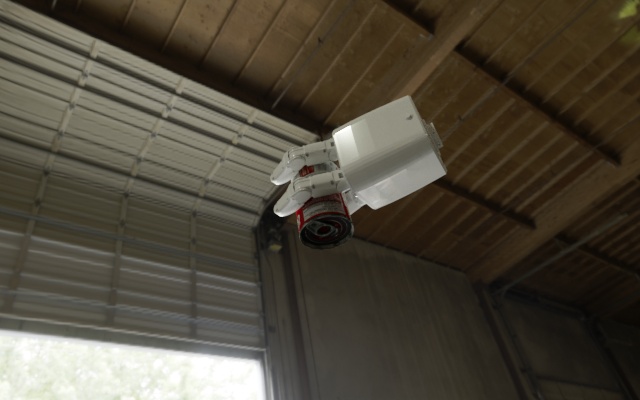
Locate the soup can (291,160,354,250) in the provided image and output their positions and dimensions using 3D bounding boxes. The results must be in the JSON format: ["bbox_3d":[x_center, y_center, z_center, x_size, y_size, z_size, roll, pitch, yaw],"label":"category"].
[{"bbox_3d":[0.000,0.002,0.611,0.068,0.102,0.069,-7,-40,-6],"label":"soup can"}]
